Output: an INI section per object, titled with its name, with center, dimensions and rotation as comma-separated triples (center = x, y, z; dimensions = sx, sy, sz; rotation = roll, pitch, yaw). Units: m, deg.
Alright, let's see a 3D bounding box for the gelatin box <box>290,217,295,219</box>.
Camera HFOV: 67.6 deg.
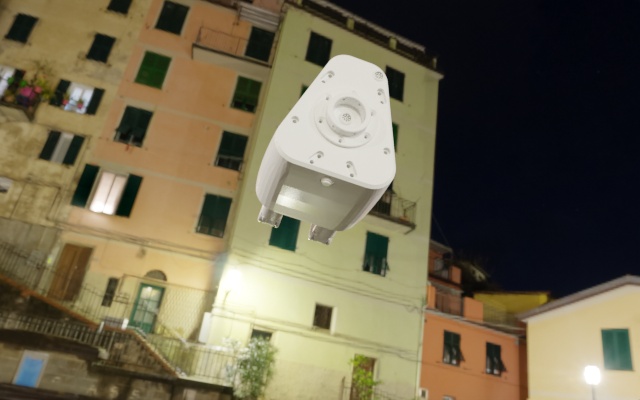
[gelatin box]
center = 0.000, 0.001, 0.532
dimensions = 0.073, 0.030, 0.089
rotation = 9, -18, 4
